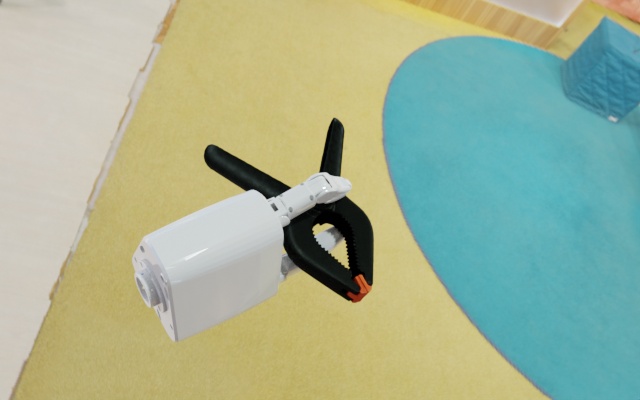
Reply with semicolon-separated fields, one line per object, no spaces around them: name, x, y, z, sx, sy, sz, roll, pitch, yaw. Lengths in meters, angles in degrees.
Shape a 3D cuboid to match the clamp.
clamp;0.000;0.002;0.489;0.164;0.210;0.036;-25;-21;-29
